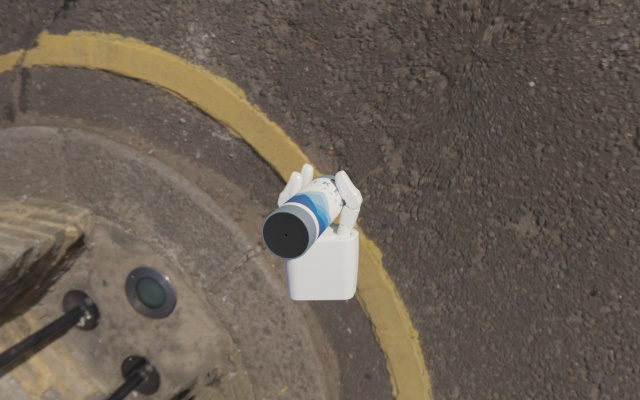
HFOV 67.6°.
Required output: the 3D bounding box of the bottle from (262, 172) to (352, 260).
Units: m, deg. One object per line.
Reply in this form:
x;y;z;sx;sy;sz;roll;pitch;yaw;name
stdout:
0.000;0.002;0.730;0.069;0.069;0.295;0;16;18;bottle
